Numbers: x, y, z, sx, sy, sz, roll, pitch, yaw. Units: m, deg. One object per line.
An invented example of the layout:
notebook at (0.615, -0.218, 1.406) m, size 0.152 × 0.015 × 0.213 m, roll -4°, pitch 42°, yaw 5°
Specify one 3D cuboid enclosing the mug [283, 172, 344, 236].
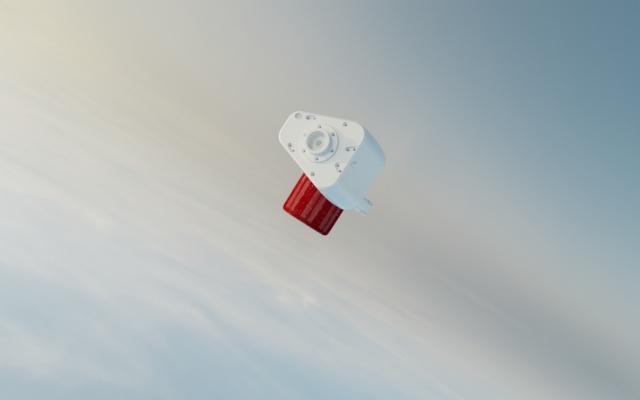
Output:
mug at (0.000, 0.003, 0.733) m, size 0.093 × 0.081 × 0.117 m, roll 32°, pitch -2°, yaw 23°
